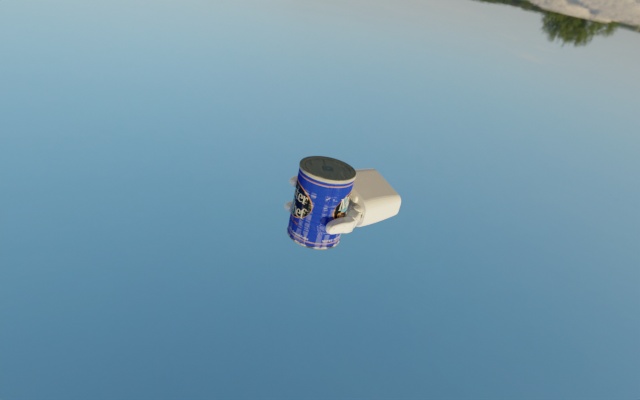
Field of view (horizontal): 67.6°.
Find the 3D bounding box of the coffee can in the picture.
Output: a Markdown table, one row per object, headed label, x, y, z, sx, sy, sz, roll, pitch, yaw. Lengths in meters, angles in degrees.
| label | x | y | z | sx | sy | sz | roll | pitch | yaw |
| --- | --- | --- | --- | --- | --- | --- | --- | --- | --- |
| coffee can | 0.000 | 0.003 | 0.871 | 0.103 | 0.140 | 0.102 | 10 | 27 | -5 |
